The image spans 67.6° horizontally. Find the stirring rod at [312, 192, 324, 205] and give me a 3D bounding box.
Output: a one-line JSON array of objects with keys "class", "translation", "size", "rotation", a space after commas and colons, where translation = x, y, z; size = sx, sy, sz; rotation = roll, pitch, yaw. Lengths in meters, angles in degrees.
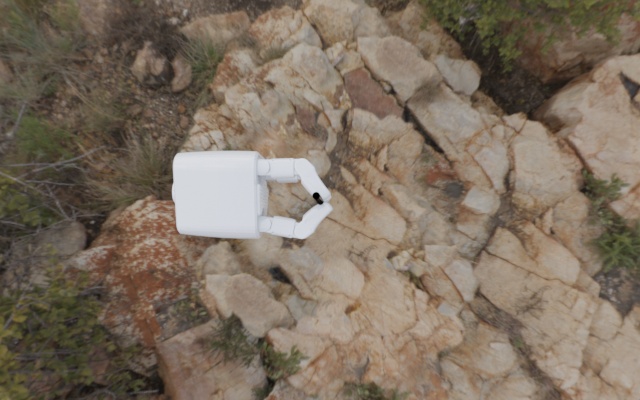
[{"class": "stirring rod", "translation": [0.000, 0.002, 0.620], "size": [0.011, 0.011, 0.239], "rotation": [0, -3, 2]}]
